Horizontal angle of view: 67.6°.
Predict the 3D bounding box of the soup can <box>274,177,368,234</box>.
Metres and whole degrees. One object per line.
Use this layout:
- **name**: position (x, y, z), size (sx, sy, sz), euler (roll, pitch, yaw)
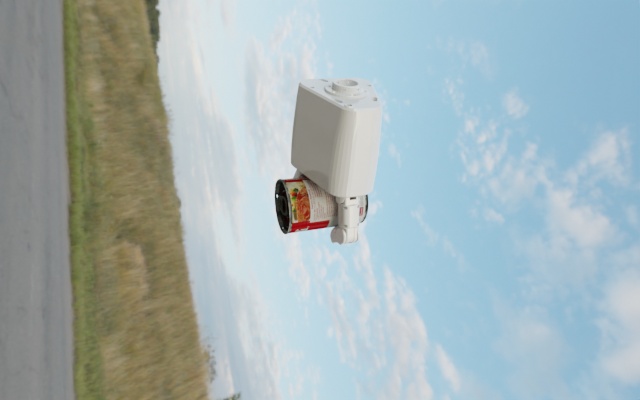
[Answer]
- **soup can**: position (0.000, 0.002, 0.597), size (0.102, 0.068, 0.068), euler (-7, 2, -19)
